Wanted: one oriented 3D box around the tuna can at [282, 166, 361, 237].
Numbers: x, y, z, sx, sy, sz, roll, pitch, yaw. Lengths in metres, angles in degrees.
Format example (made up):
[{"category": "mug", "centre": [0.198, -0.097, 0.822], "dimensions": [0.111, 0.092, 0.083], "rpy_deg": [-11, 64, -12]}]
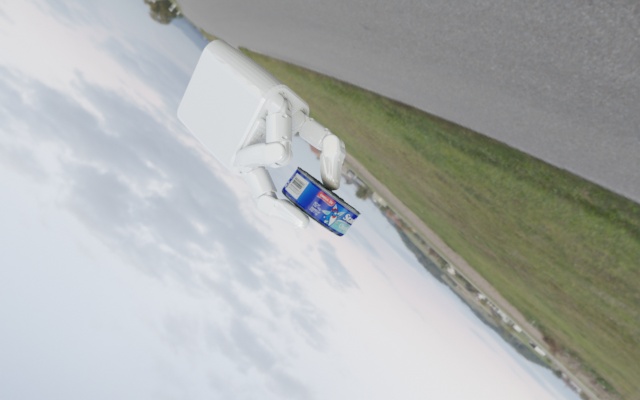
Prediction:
[{"category": "tuna can", "centre": [0.000, 0.002, 0.519], "dimensions": [0.086, 0.034, 0.086], "rpy_deg": [37, 3, -3]}]
